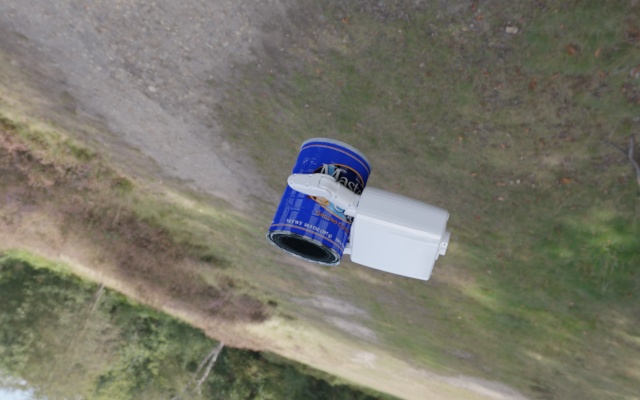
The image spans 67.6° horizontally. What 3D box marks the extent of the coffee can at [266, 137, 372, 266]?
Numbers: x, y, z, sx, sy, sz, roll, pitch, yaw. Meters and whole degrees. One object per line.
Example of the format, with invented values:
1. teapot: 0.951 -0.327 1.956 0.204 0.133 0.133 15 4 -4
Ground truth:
1. coffee can: 0.000 0.002 0.636 0.103 0.140 0.103 18 -21 7
